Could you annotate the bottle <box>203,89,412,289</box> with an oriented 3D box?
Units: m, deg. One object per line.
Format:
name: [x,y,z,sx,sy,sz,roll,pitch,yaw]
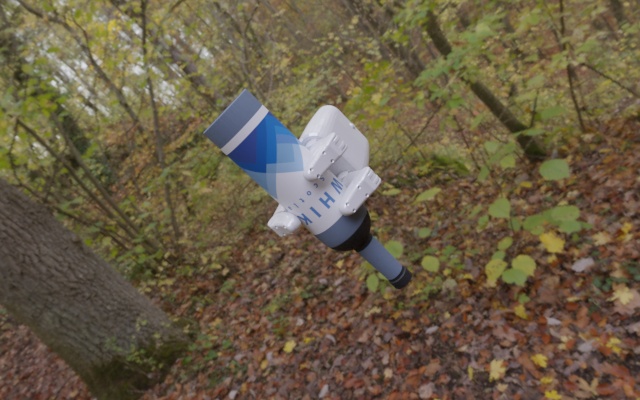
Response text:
bottle: [0.000,0.002,0.549,0.296,0.069,0.069,43,-15,-16]
